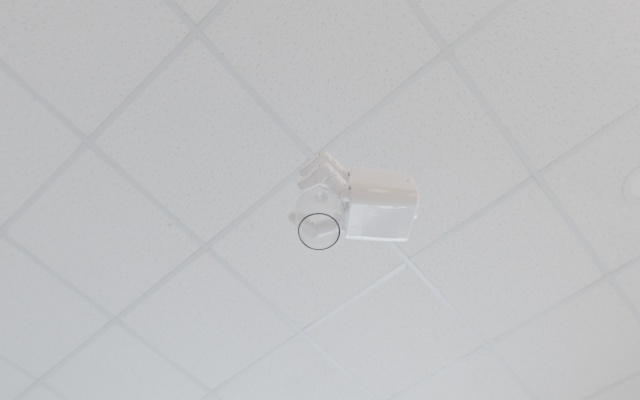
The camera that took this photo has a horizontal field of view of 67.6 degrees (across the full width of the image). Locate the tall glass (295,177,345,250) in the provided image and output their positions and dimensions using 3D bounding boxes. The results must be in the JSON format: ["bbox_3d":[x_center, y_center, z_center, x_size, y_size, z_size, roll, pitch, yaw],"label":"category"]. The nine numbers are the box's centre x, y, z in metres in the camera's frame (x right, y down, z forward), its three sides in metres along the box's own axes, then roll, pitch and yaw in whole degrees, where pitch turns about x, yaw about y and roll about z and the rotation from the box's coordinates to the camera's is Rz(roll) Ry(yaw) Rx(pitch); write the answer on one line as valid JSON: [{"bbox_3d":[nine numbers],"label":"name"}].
[{"bbox_3d":[0.000,0.002,0.777,0.079,0.079,0.201,0,26,2],"label":"tall glass"}]
